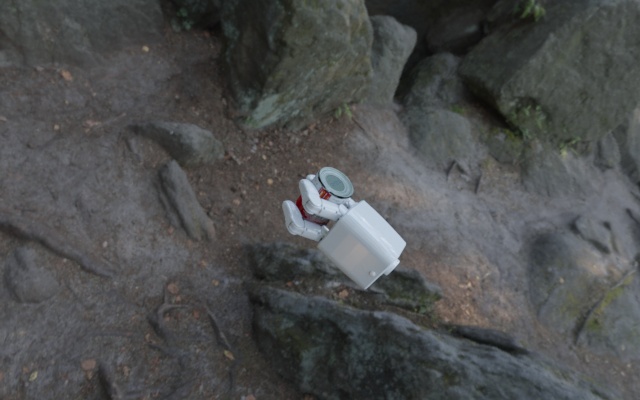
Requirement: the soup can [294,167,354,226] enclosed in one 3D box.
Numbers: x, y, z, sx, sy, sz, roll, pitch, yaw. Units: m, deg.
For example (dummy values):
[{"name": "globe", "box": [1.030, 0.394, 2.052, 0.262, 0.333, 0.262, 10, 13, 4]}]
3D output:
[{"name": "soup can", "box": [0.000, 0.002, 0.789, 0.068, 0.068, 0.102, 0, -40, -41]}]
